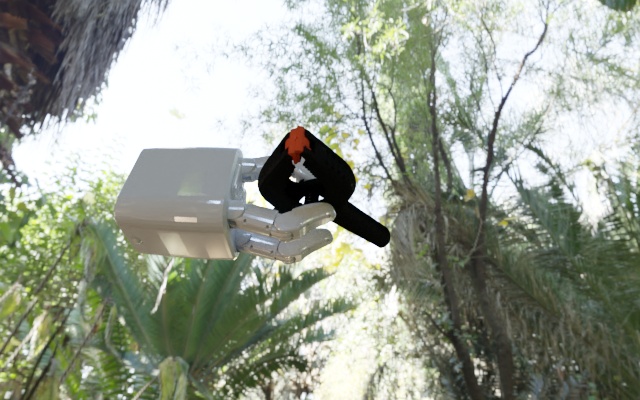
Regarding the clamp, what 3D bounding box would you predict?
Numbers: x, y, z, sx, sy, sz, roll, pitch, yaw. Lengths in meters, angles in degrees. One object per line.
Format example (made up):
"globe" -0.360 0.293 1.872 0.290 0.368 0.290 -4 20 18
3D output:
"clamp" 0.000 0.001 0.489 0.164 0.036 0.210 1 -31 -1
